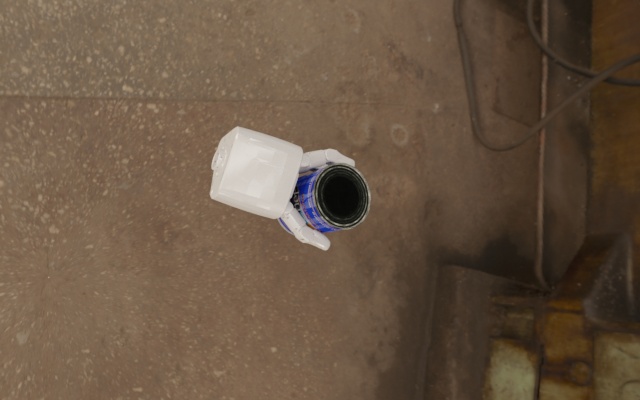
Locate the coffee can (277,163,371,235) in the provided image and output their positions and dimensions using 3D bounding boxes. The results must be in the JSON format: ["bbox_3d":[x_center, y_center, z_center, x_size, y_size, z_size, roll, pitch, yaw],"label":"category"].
[{"bbox_3d":[0.000,0.003,0.776,0.103,0.103,0.140,0,-8,-30],"label":"coffee can"}]
